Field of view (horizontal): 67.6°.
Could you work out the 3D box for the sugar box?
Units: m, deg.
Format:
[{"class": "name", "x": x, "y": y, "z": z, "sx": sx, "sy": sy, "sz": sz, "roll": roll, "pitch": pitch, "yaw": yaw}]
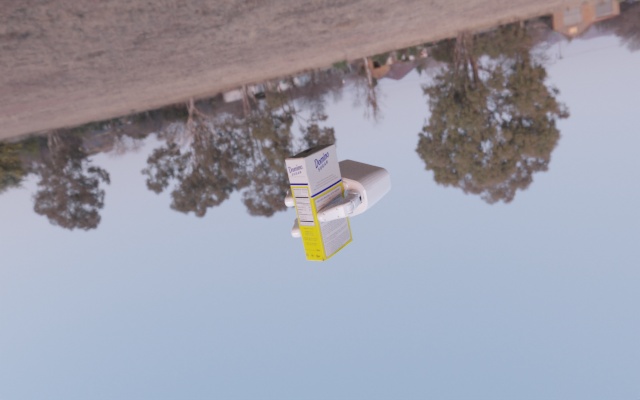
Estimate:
[{"class": "sugar box", "x": 0.000, "y": 0.003, "z": 0.791, "sx": 0.048, "sy": 0.176, "sz": 0.093, "roll": -2, "pitch": 18, "yaw": 37}]
